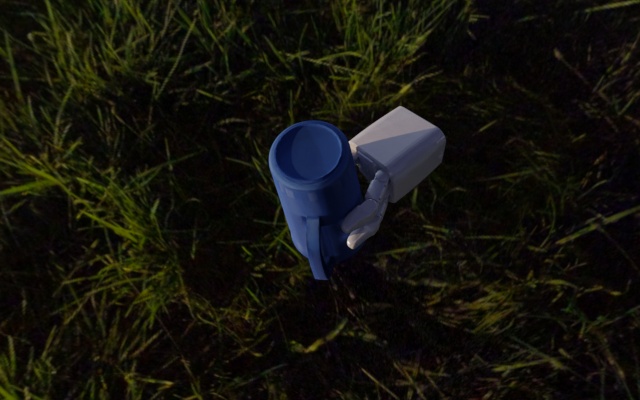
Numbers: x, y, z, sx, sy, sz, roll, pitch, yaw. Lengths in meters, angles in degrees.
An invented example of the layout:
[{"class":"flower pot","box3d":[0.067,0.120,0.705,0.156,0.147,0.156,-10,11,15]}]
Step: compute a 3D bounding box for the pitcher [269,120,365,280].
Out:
[{"class":"pitcher","box3d":[0.000,0.002,0.707,0.145,0.149,0.243,-38,-26,-11]}]
